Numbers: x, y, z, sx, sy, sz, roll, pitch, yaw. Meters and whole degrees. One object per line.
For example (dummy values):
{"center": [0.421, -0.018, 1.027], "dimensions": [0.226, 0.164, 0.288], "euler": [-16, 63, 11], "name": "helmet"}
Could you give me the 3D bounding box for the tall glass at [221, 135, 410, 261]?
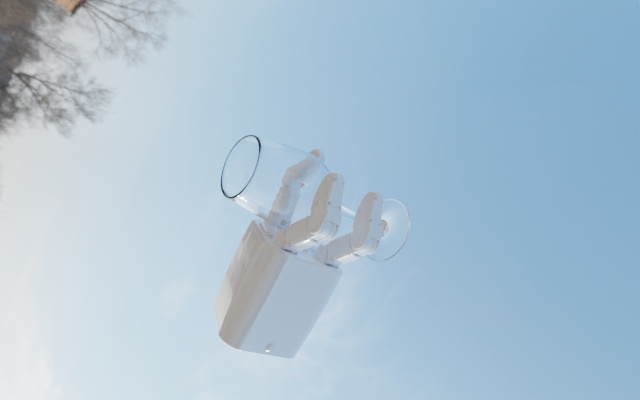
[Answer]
{"center": [0.001, 0.002, 0.486], "dimensions": [0.201, 0.079, 0.079], "euler": [24, -15, -37], "name": "tall glass"}
